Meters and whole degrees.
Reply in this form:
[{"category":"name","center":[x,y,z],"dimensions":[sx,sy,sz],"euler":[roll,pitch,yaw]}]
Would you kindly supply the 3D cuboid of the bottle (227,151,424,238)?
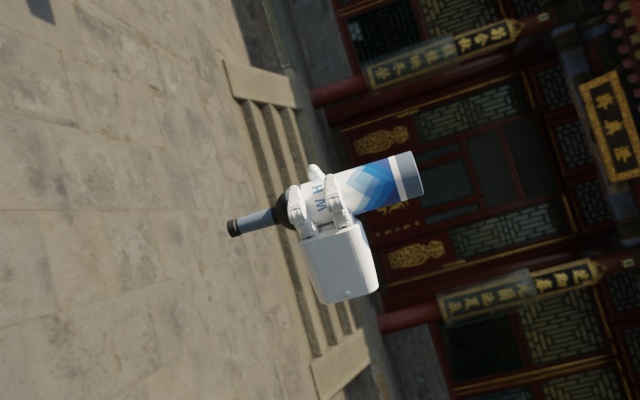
[{"category":"bottle","center":[0.000,0.002,0.711],"dimensions":[0.296,0.069,0.069],"euler":[-17,-3,9]}]
